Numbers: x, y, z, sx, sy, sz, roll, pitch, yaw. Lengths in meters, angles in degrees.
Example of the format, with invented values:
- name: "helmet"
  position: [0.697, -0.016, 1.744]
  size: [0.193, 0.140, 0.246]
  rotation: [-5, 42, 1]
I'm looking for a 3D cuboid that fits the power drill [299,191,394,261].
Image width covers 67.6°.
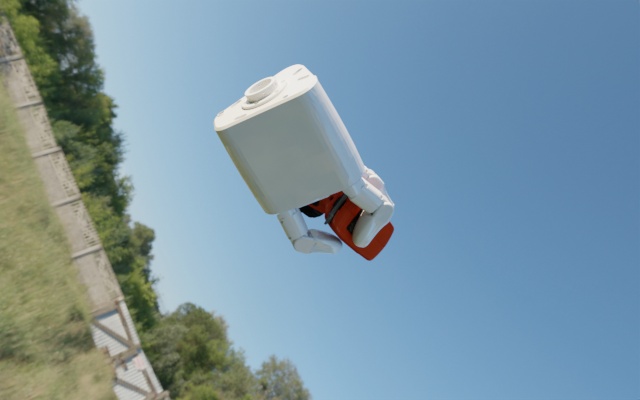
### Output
- name: "power drill"
  position: [0.000, 0.002, 0.601]
  size: [0.187, 0.057, 0.184]
  rotation: [31, -7, 40]
